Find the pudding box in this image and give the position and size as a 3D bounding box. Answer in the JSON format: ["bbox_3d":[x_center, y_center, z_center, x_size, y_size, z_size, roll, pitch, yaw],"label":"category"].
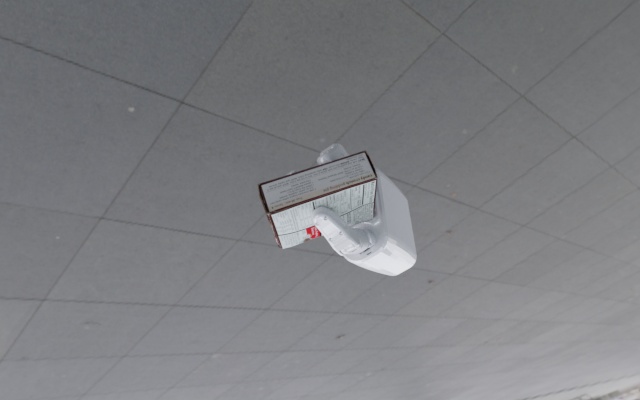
[{"bbox_3d":[0.000,0.002,0.486,0.113,0.039,0.090,-20,-28,-7],"label":"pudding box"}]
